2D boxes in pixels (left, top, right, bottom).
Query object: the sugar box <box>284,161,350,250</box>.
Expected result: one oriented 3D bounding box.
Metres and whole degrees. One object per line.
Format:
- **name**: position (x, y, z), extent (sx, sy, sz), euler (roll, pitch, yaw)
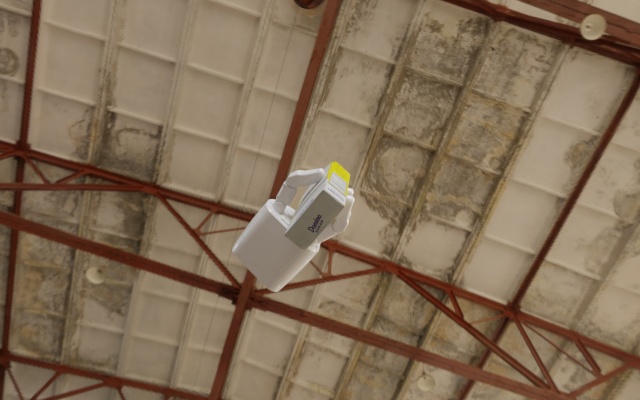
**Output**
- **sugar box**: position (0.000, 0.003, 0.746), extent (0.048, 0.093, 0.176), euler (38, 18, -9)
